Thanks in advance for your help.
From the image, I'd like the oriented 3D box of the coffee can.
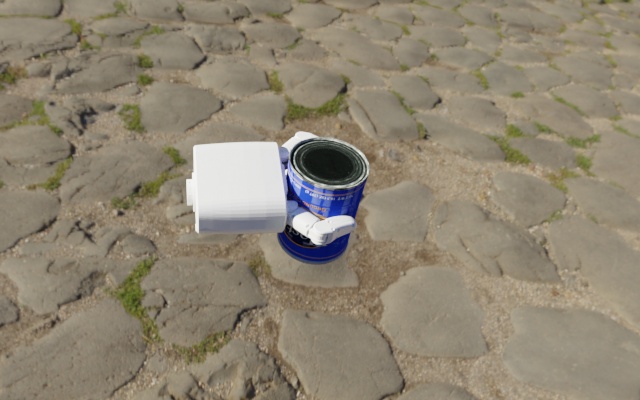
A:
[{"bbox_3d":[0.000,0.002,0.636,0.103,0.140,0.102,7,42,-6],"label":"coffee can"}]
